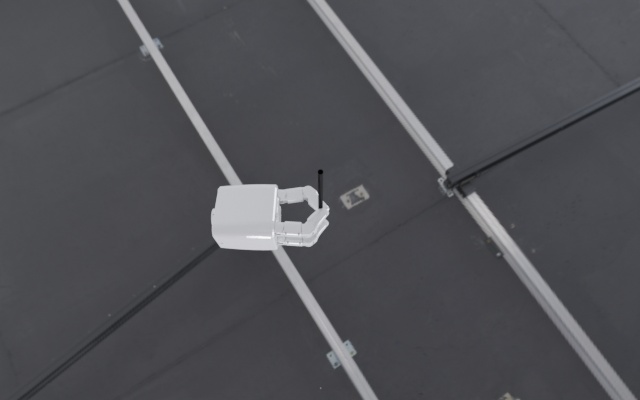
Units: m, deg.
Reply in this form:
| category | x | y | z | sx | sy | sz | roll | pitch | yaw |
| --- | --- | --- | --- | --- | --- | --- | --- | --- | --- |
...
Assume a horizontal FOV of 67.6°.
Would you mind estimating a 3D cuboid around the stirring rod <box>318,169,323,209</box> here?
| category | x | y | z | sx | sy | sz | roll | pitch | yaw |
| --- | --- | --- | --- | --- | --- | --- | --- | --- | --- |
| stirring rod | 0.000 | 0.003 | 0.802 | 0.011 | 0.011 | 0.240 | 0 | -21 | 0 |
